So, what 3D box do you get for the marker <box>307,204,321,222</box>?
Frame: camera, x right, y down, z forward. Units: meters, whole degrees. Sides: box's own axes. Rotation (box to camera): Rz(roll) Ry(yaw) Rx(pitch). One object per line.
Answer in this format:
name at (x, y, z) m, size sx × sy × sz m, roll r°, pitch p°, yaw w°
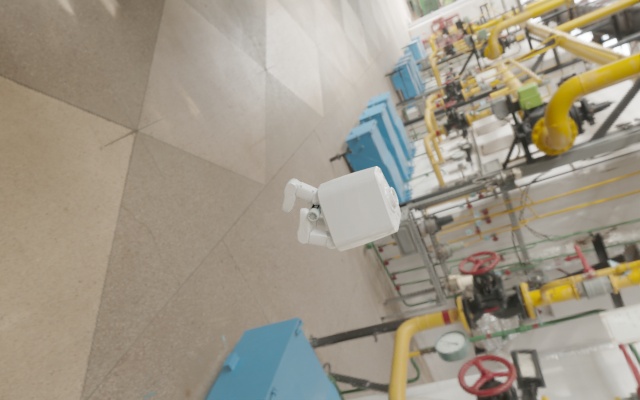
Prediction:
marker at (0.000, 0.003, 0.829) m, size 0.020 × 0.020 × 0.121 m, roll 0°, pitch 23°, yaw 14°
